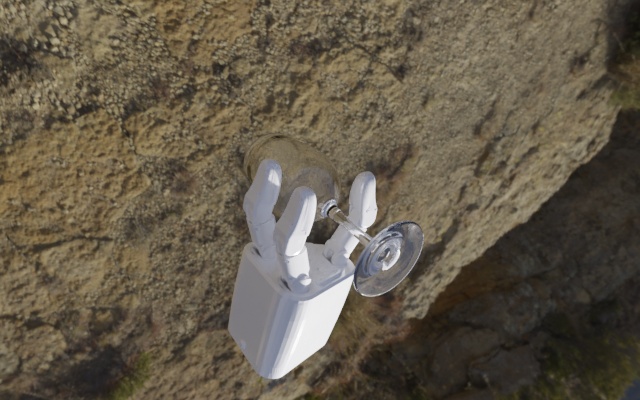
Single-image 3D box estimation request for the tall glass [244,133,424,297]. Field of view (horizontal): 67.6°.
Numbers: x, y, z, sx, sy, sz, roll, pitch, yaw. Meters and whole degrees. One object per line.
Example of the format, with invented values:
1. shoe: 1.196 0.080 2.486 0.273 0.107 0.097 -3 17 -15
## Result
1. tall glass: 0.001 0.002 0.455 0.079 0.079 0.201 0 29 -41
